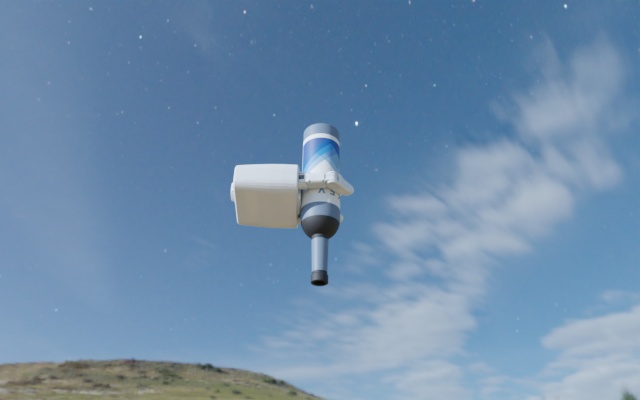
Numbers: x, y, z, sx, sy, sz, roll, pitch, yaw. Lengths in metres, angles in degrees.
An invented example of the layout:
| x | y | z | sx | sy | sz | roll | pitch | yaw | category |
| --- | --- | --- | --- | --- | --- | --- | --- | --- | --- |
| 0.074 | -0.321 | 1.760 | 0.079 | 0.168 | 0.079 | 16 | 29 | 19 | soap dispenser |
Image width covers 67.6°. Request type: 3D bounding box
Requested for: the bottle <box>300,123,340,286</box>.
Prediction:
| x | y | z | sx | sy | sz | roll | pitch | yaw | category |
| --- | --- | --- | --- | --- | --- | --- | --- | --- | --- |
| 0.000 | 0.002 | 0.816 | 0.069 | 0.295 | 0.069 | 1 | -31 | 0 | bottle |
